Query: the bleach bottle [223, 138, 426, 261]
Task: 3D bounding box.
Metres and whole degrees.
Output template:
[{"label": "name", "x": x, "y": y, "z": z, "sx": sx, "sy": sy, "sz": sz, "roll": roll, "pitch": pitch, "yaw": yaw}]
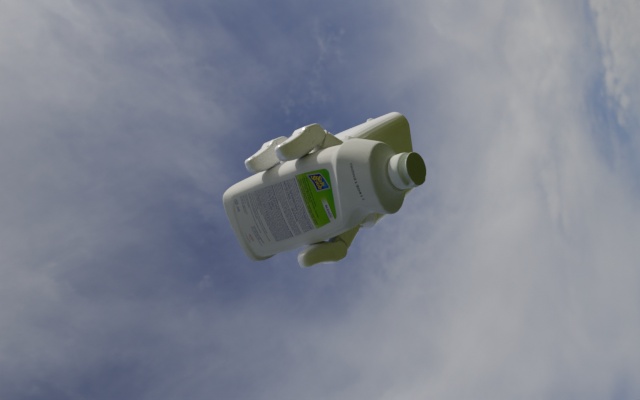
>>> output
[{"label": "bleach bottle", "x": 0.000, "y": 0.002, "z": 0.493, "sx": 0.251, "sy": 0.102, "sz": 0.068, "roll": -14, "pitch": 14, "yaw": 46}]
